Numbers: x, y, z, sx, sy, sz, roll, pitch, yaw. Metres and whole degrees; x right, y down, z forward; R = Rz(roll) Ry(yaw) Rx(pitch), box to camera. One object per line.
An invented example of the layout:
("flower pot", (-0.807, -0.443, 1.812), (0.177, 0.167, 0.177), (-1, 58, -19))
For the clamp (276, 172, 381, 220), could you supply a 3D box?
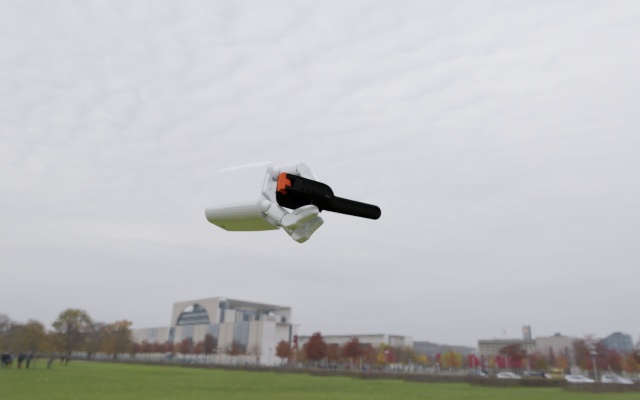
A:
("clamp", (0.000, 0.002, 0.780), (0.164, 0.036, 0.210), (-6, -21, 20))
